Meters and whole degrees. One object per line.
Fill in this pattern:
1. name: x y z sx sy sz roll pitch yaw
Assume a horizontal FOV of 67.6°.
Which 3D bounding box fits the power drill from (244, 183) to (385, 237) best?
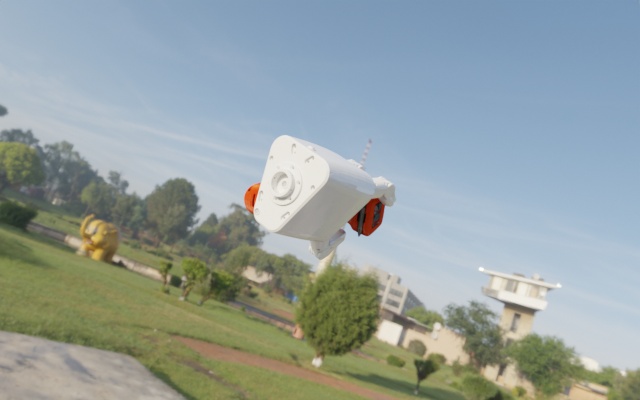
1. power drill: 0.000 0.002 0.724 0.187 0.057 0.184 9 11 16
